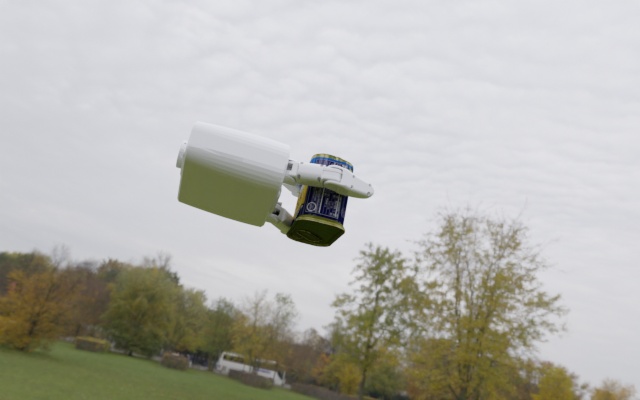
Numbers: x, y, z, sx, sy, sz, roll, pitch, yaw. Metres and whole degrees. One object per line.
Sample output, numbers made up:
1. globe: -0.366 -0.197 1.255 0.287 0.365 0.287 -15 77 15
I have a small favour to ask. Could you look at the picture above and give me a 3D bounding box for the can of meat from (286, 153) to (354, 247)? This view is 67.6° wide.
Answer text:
1. can of meat: 0.000 0.002 0.573 0.057 0.084 0.102 15 -20 -8
